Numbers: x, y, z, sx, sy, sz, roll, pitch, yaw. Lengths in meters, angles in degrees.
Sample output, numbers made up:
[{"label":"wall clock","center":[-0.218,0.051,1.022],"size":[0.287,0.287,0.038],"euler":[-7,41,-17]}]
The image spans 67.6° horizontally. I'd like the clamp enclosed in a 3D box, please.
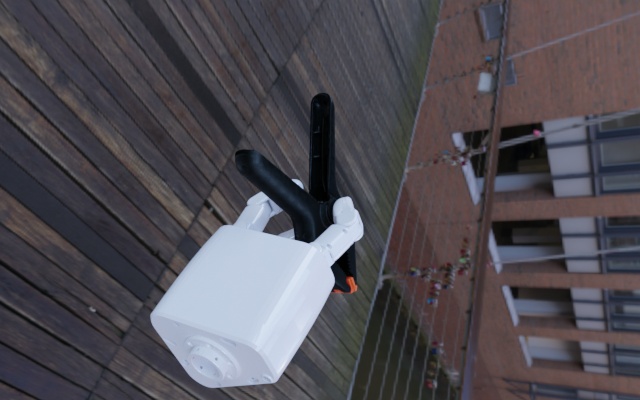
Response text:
[{"label":"clamp","center":[0.001,0.002,0.490],"size":[0.036,0.210,0.164],"euler":[-3,34,31]}]
